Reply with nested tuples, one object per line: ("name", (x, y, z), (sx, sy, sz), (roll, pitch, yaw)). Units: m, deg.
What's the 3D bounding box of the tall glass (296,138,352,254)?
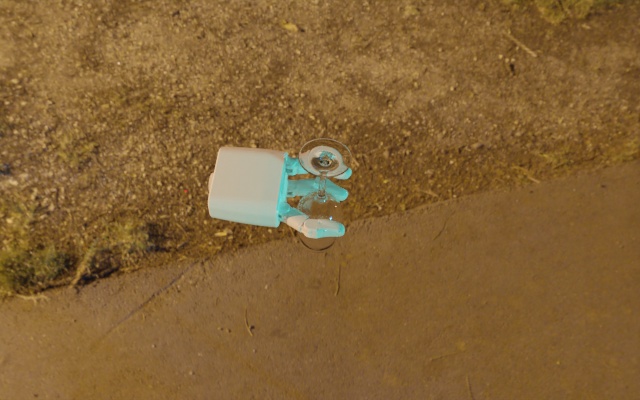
("tall glass", (0.000, 0.002, 0.733), (0.079, 0.079, 0.201), (0, -39, -4))
